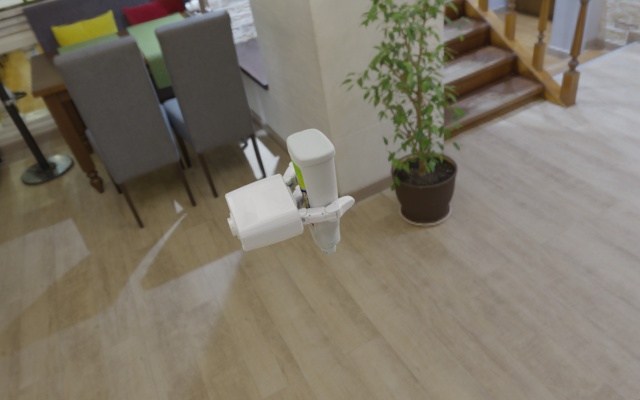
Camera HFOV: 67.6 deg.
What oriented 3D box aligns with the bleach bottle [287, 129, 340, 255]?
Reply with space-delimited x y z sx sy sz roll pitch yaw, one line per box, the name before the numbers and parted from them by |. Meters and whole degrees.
bleach bottle | 0.000 0.003 0.861 0.068 0.251 0.102 -19 37 -11
